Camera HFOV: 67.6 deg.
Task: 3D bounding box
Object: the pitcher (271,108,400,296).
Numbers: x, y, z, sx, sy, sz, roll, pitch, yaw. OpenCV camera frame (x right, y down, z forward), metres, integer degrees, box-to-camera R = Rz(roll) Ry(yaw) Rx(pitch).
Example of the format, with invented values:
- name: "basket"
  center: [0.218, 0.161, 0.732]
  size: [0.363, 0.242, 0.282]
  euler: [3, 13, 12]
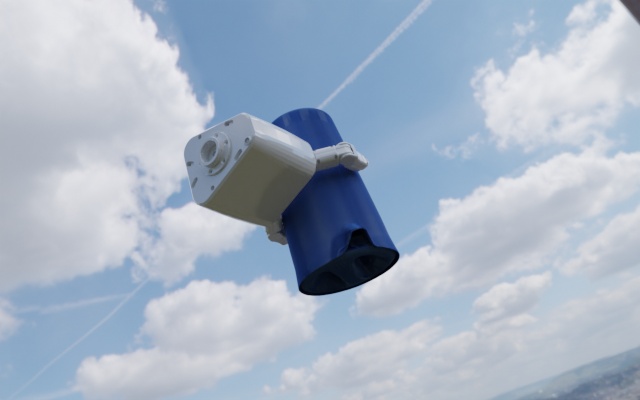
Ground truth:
- name: "pitcher"
  center: [0.000, 0.002, 0.656]
  size: [0.149, 0.242, 0.145]
  euler: [-34, -31, 25]
